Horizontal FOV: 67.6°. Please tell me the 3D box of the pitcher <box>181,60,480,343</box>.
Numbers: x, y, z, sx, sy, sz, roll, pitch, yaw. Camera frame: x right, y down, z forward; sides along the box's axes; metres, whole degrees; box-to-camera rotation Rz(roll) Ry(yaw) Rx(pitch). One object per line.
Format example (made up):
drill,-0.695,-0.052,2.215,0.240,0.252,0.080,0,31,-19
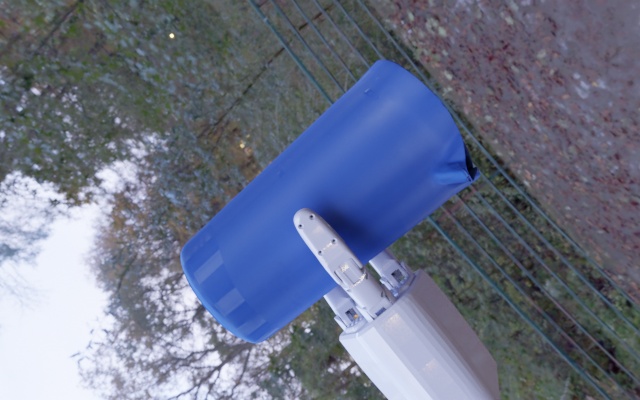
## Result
pitcher,0.000,0.002,0.421,0.243,0.145,0.149,-40,-7,-1
